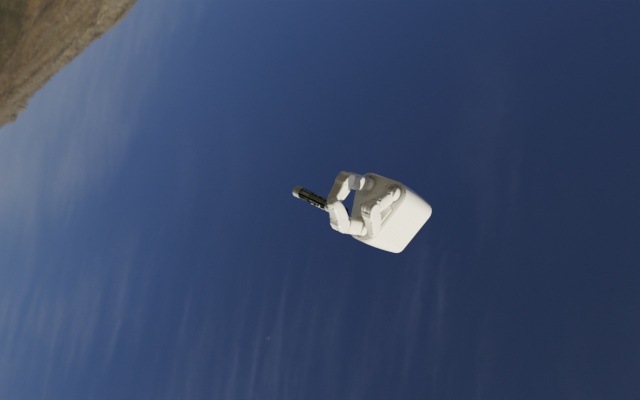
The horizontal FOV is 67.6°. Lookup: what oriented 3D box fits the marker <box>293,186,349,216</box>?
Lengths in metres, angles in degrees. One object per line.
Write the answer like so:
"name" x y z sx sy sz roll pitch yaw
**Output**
"marker" 0.000 0.003 0.774 0.020 0.020 0.121 0 19 -46
